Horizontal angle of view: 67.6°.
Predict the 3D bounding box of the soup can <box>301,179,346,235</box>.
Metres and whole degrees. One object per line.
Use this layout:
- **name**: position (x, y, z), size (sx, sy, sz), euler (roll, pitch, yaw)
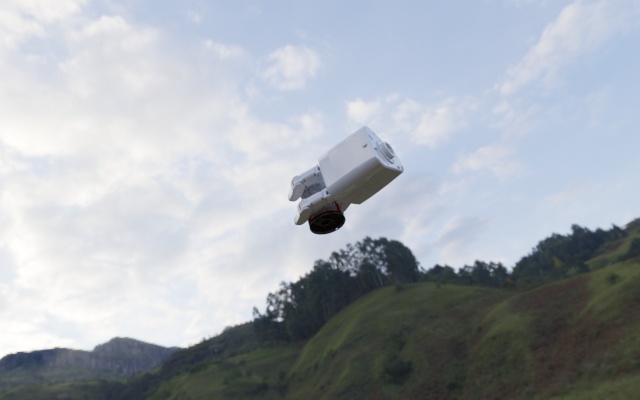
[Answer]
- **soup can**: position (0.000, 0.003, 0.886), size (0.068, 0.102, 0.069), euler (-12, -34, -9)
